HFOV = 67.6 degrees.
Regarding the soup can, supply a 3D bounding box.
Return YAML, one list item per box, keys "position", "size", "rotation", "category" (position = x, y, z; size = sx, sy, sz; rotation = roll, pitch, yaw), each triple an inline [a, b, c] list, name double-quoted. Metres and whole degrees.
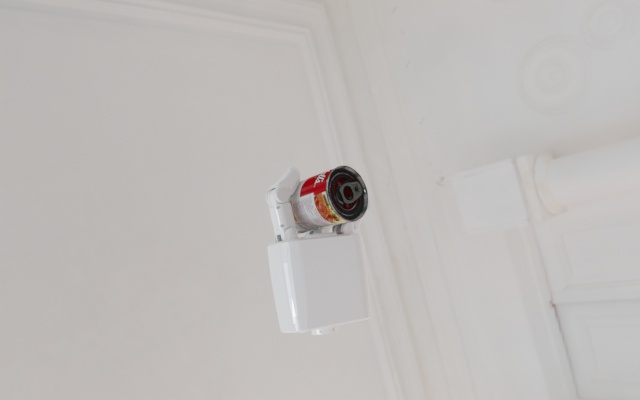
- position: [0.000, 0.002, 0.598]
  size: [0.068, 0.068, 0.102]
  rotation: [0, -12, -42]
  category: "soup can"
